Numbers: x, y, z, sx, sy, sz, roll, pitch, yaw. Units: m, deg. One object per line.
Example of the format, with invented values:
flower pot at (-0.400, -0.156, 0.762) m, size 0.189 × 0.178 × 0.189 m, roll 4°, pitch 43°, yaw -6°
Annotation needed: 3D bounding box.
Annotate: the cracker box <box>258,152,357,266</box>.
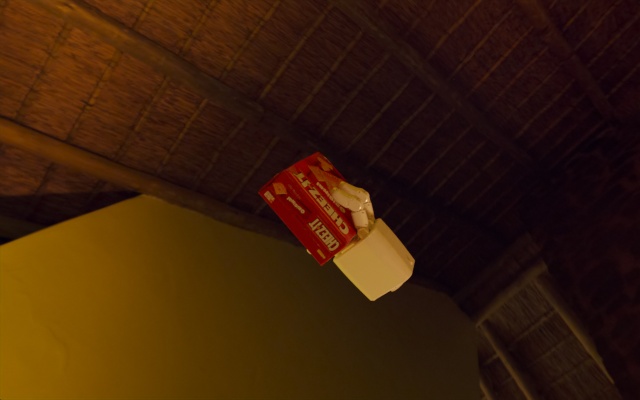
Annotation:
cracker box at (0.000, 0.003, 0.875) m, size 0.072 × 0.164 × 0.213 m, roll -41°, pitch 0°, yaw 21°
